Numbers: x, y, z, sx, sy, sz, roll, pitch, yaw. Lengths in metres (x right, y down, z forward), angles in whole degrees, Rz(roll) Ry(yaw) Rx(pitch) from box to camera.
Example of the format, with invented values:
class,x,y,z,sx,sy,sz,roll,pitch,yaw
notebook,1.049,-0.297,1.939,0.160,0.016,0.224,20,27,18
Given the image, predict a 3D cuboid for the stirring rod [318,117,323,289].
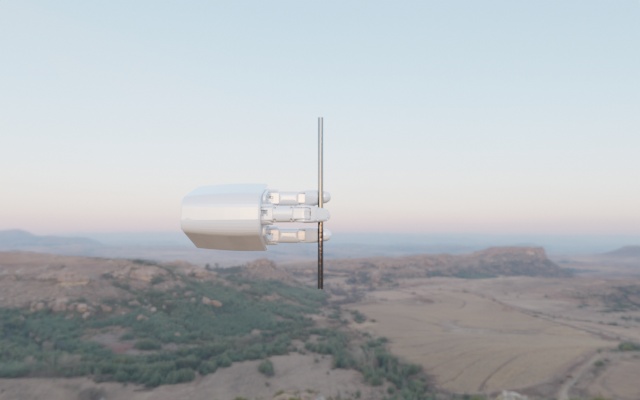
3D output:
class,x,y,z,sx,sy,sz,roll,pitch,yaw
stirring rod,0.000,0.002,0.668,0.011,0.239,0.011,0,-5,0
